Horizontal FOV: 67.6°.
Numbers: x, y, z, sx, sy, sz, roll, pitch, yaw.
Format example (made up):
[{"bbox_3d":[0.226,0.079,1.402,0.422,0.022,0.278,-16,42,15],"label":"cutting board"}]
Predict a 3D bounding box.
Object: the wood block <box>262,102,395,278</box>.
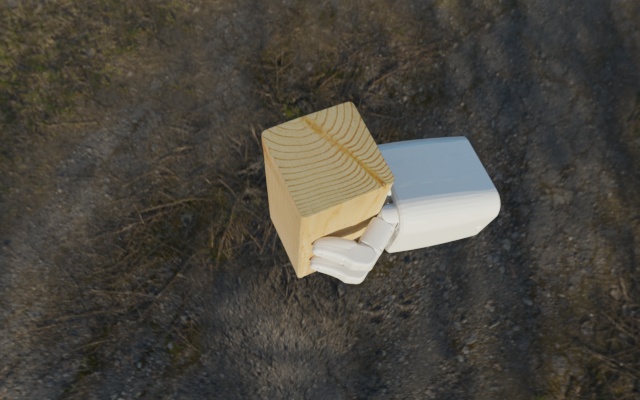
[{"bbox_3d":[0.000,0.001,0.502,0.090,0.090,0.206,-21,-20,-12],"label":"wood block"}]
